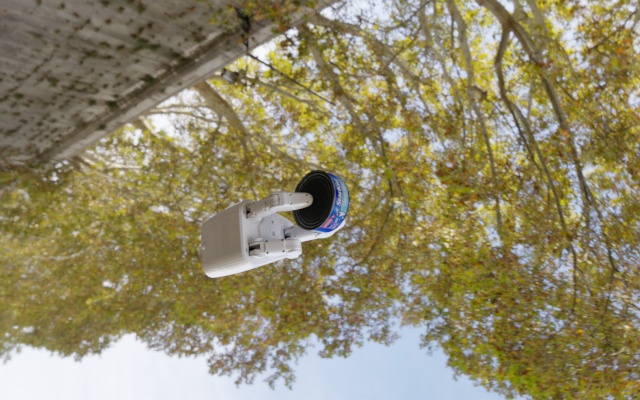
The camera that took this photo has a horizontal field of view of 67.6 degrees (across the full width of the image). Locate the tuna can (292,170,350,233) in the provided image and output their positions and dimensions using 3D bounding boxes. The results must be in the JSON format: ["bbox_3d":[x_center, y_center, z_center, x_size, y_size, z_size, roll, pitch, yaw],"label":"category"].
[{"bbox_3d":[0.001,0.002,0.668,0.034,0.086,0.086,15,-10,-42],"label":"tuna can"}]
